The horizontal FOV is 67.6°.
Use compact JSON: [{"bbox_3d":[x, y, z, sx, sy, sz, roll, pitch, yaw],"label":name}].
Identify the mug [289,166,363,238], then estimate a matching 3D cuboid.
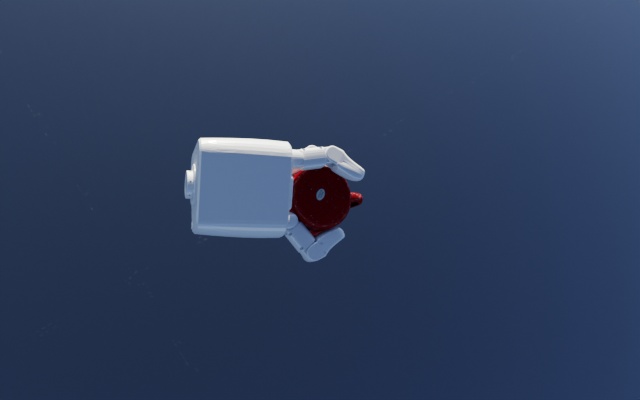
[{"bbox_3d":[0.002,0.002,0.628,0.117,0.093,0.081,1,-11,-21],"label":"mug"}]
